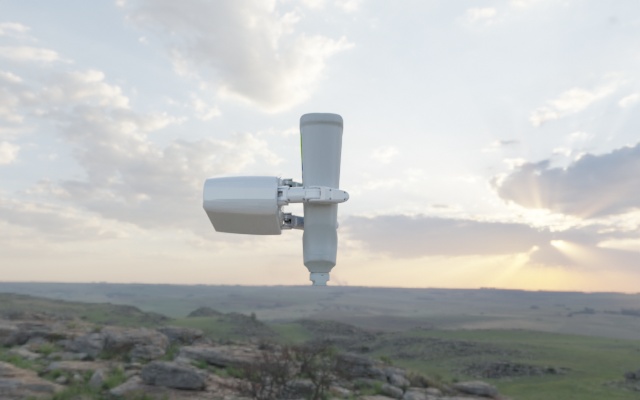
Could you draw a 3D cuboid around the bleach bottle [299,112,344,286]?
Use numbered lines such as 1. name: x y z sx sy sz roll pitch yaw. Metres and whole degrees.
1. bleach bottle: 0.000 0.002 0.723 0.068 0.250 0.102 1 -10 1
